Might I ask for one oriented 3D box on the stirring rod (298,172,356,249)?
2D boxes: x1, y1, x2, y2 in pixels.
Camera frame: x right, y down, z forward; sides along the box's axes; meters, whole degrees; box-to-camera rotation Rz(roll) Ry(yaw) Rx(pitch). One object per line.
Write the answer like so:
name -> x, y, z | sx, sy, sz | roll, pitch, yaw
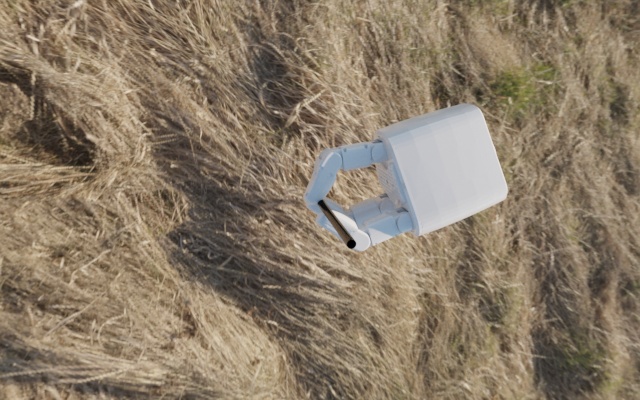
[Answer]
stirring rod -> 0.000, 0.002, 0.493 | 0.011, 0.011, 0.239 | 0, 16, -12
